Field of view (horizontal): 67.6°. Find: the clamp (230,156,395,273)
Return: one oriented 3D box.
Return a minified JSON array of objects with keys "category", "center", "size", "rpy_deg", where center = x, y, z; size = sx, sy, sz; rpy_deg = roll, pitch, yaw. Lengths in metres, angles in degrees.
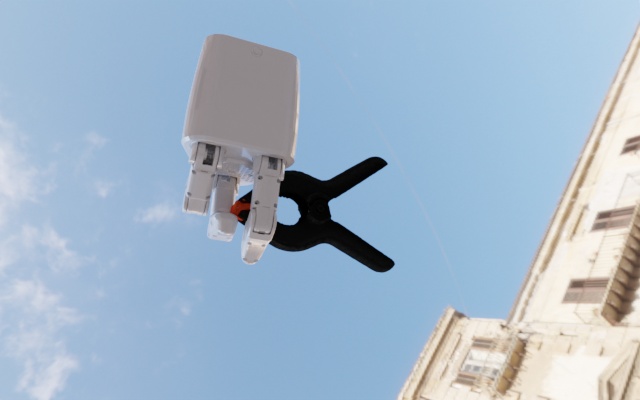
[{"category":"clamp","center":[0.000,0.002,0.473],"size":[0.171,0.120,0.039],"rpy_deg":[12,-22,-22]}]
